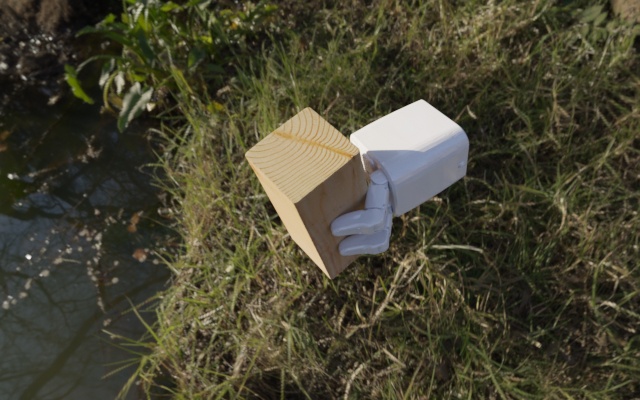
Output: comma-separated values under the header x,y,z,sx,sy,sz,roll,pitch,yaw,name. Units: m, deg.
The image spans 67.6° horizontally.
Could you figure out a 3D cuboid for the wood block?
x,y,z,sx,sy,sz,roll,pitch,yaw,name
0.000,0.001,0.574,0.090,0.090,0.206,45,-13,30,wood block
